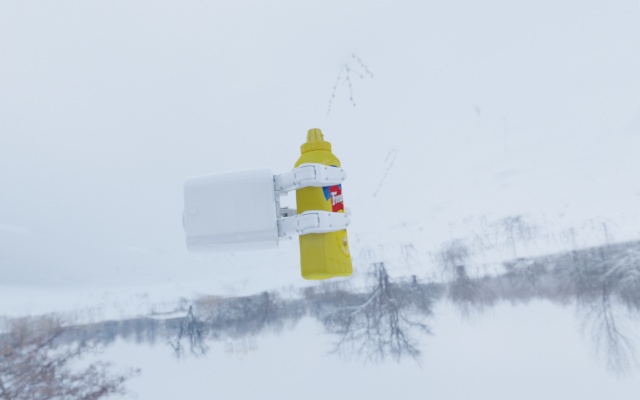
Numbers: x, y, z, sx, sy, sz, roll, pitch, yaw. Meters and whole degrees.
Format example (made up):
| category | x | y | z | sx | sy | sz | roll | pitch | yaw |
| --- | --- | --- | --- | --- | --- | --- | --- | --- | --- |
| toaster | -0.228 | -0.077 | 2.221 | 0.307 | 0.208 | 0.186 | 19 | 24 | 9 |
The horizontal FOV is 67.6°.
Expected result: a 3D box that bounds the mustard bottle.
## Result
| category | x | y | z | sx | sy | sz | roll | pitch | yaw |
| --- | --- | --- | --- | --- | --- | --- | --- | --- | --- |
| mustard bottle | 0.000 | 0.002 | 0.602 | 0.058 | 0.191 | 0.096 | -10 | -12 | 20 |
